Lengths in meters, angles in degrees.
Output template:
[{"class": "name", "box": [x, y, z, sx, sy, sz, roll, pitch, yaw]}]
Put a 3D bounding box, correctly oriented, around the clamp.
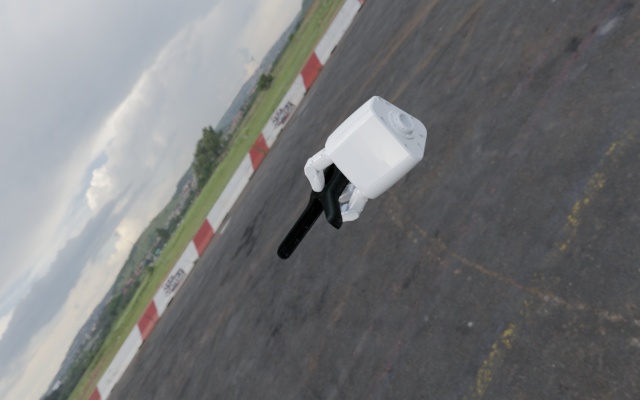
[{"class": "clamp", "box": [0.000, 0.002, 0.813, 0.036, 0.209, 0.165, 38, -48, -17]}]
